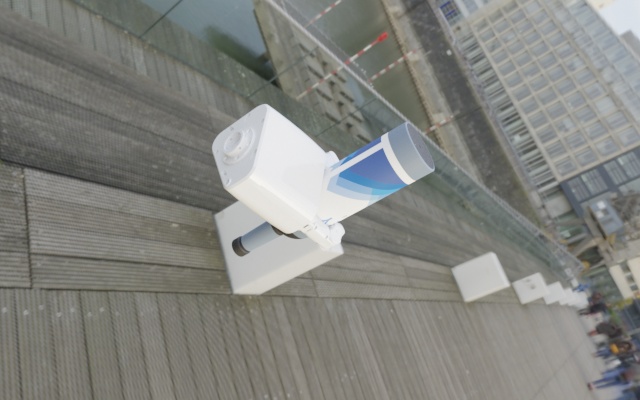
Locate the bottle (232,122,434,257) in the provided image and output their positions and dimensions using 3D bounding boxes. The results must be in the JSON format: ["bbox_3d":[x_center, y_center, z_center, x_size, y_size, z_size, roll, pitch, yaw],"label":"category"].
[{"bbox_3d":[0.000,0.002,0.620,0.296,0.069,0.069,-29,-13,24],"label":"bottle"}]
